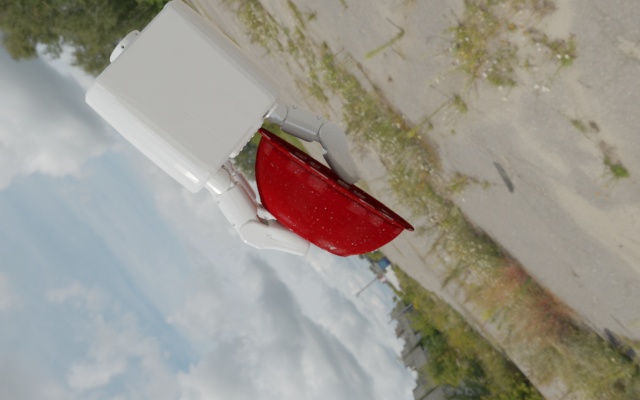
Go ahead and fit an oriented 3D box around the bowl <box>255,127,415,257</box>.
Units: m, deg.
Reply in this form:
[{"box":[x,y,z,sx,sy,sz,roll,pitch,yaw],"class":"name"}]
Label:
[{"box":[0.001,0.002,0.419,0.162,0.055,0.162,32,6,-4],"class":"bowl"}]
